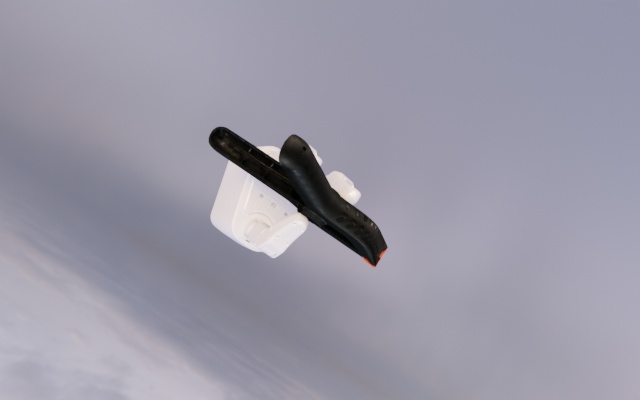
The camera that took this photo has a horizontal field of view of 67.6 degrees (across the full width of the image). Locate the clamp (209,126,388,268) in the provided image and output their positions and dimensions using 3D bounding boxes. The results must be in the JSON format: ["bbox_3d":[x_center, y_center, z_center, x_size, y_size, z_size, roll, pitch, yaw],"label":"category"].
[{"bbox_3d":[0.000,0.002,0.445,0.210,0.036,0.164,40,-11,-25],"label":"clamp"}]
